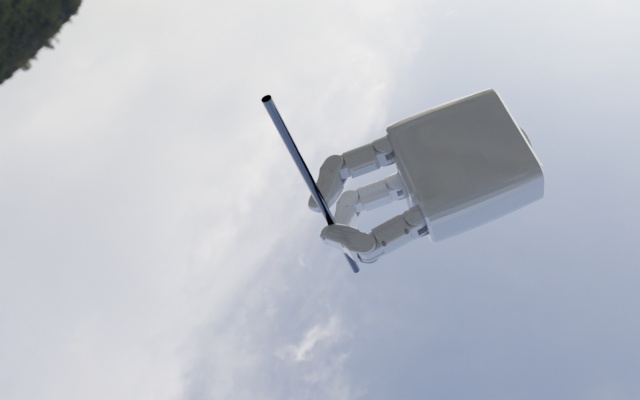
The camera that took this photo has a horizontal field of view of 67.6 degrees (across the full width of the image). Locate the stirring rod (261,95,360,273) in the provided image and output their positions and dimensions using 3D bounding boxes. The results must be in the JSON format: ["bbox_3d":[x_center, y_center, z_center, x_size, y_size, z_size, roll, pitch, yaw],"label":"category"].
[{"bbox_3d":[0.000,0.001,0.422,0.011,0.011,0.240,0,-37,23],"label":"stirring rod"}]
